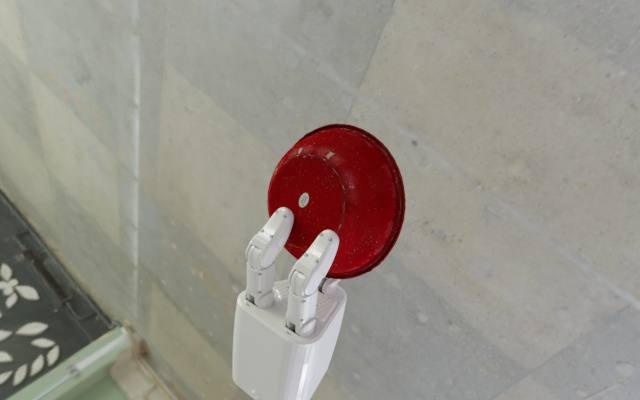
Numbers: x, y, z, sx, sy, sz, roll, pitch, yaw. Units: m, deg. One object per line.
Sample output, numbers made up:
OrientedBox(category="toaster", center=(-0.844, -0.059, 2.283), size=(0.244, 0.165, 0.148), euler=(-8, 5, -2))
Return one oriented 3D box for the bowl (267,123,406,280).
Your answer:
OrientedBox(category="bowl", center=(0.000, 0.000, 0.476), size=(0.162, 0.162, 0.055), euler=(0, 1, 35))
